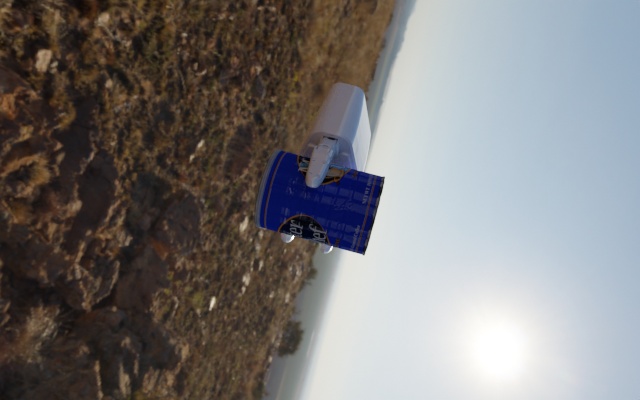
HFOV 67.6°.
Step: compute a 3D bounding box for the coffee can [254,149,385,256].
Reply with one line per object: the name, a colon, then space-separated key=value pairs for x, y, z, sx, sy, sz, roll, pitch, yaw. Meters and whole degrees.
coffee can: x=0.000 y=0.002 z=0.599 sx=0.140 sy=0.103 sz=0.103 roll=15 pitch=1 yaw=5
